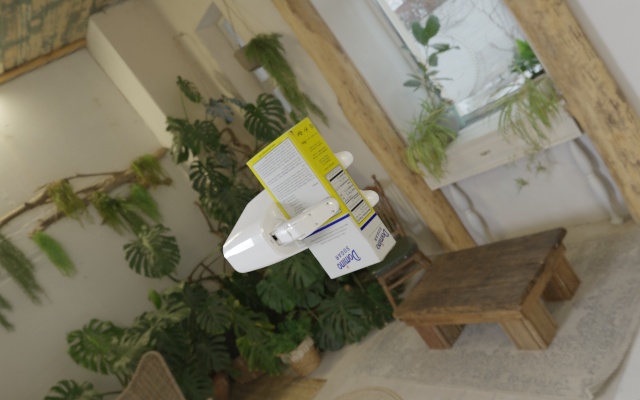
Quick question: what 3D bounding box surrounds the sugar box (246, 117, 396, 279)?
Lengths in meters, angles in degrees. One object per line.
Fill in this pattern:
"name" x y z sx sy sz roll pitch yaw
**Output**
"sugar box" 0.000 0.002 0.557 0.093 0.176 0.048 -28 12 47
